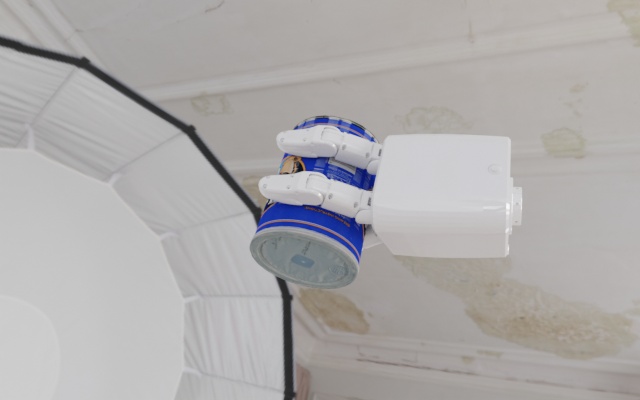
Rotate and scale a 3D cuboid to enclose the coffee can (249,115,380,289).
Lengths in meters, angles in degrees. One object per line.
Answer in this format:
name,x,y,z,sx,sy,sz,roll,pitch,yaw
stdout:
coffee can,0.000,0.002,0.474,0.103,0.140,0.103,11,-33,8
